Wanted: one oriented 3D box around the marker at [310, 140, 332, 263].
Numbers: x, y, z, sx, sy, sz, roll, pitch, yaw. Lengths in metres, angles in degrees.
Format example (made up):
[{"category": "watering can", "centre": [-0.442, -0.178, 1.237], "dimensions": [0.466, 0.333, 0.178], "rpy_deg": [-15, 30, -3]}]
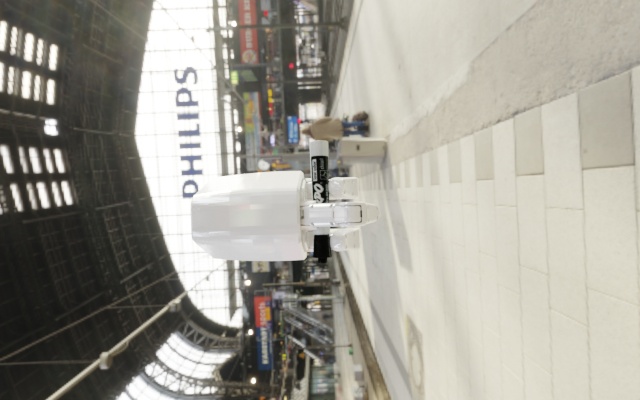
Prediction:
[{"category": "marker", "centre": [0.000, 0.002, 0.475], "dimensions": [0.020, 0.121, 0.020], "rpy_deg": [-2, -2, 0]}]
